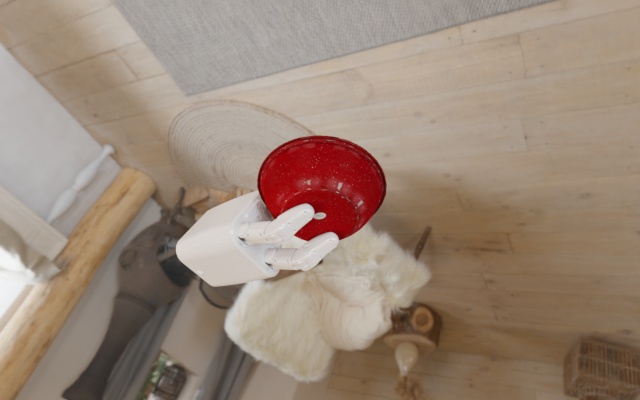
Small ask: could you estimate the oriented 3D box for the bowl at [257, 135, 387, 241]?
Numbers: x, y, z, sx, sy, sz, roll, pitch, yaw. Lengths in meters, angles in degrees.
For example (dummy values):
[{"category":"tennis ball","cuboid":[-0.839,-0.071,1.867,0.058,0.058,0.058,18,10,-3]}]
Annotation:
[{"category":"bowl","cuboid":[0.001,0.002,0.577,0.162,0.162,0.055,0,43,4]}]
